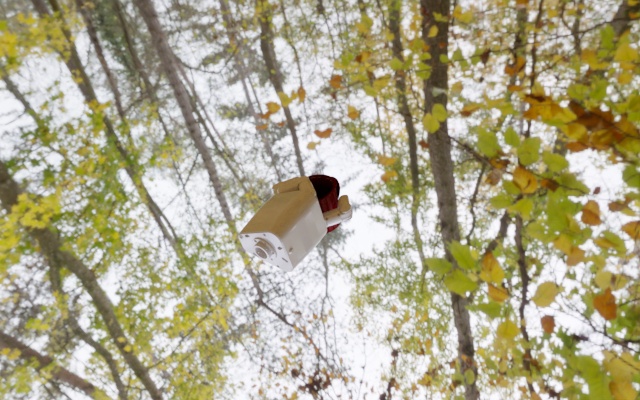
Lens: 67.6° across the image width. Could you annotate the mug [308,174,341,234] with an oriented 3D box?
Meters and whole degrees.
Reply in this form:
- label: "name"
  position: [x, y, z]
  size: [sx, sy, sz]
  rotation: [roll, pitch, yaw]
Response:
- label: "mug"
  position: [0.001, 0.002, 0.897]
  size: [0.093, 0.082, 0.117]
  rotation: [11, 43, 35]
